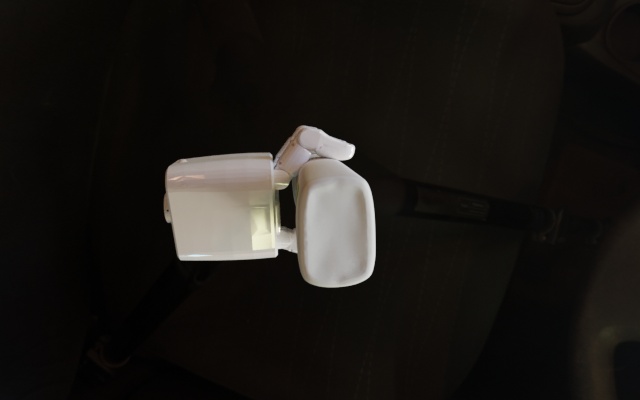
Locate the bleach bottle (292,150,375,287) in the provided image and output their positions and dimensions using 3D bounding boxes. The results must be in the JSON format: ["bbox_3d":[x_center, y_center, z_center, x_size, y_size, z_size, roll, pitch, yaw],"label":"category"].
[{"bbox_3d":[0.000,0.002,0.522,0.068,0.102,0.250,-3,11,-6],"label":"bleach bottle"}]
